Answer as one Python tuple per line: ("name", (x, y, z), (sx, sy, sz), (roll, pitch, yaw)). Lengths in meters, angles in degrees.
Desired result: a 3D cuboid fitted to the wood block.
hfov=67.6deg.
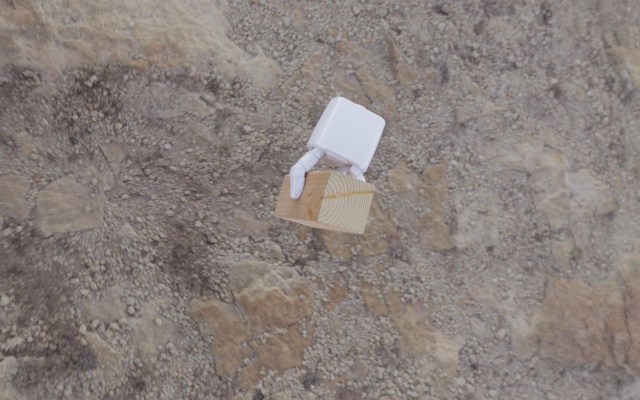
("wood block", (0.000, 0.002, 0.882), (0.091, 0.090, 0.206), (18, -7, -24))
